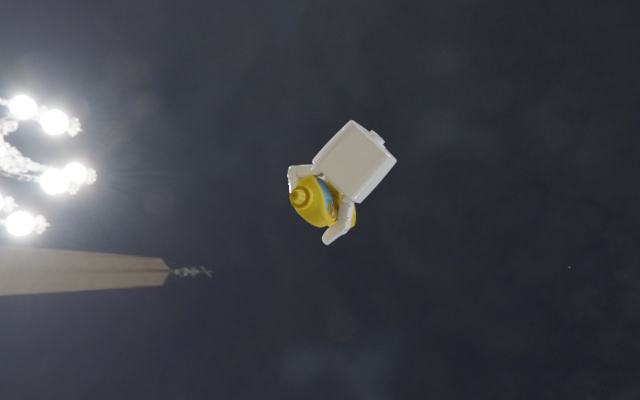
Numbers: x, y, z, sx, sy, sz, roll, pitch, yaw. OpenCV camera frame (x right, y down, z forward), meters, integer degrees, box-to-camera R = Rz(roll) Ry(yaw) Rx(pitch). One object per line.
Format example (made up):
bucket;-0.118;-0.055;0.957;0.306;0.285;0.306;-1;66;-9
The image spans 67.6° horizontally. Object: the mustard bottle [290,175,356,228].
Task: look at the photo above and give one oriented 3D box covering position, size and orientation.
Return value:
mustard bottle;0.000;0.003;0.886;0.058;0.096;0.191;-24;-17;23
